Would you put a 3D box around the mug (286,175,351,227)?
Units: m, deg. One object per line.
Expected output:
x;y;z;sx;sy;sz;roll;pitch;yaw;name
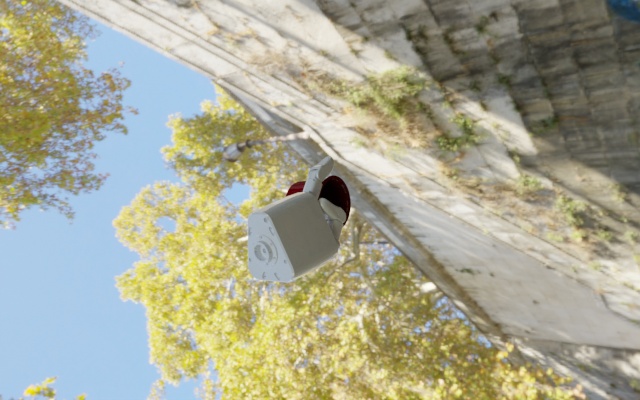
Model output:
0.001;0.002;0.831;0.081;0.093;0.117;-3;13;38;mug
